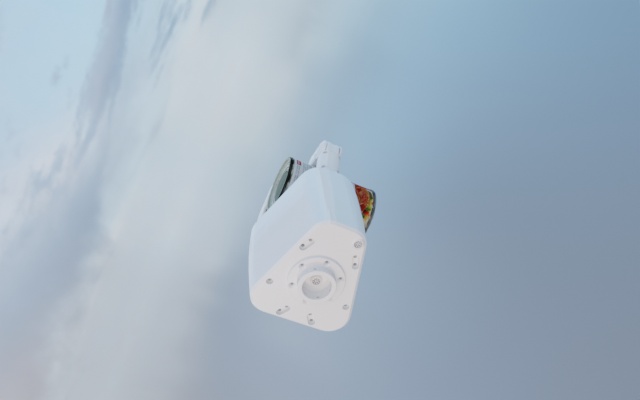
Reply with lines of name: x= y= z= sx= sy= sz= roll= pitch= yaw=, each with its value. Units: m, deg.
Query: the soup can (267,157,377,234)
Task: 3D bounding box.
soup can: x=0.000 y=0.001 z=0.523 sx=0.102 sy=0.068 sz=0.068 roll=22 pitch=-6 yaw=-15
